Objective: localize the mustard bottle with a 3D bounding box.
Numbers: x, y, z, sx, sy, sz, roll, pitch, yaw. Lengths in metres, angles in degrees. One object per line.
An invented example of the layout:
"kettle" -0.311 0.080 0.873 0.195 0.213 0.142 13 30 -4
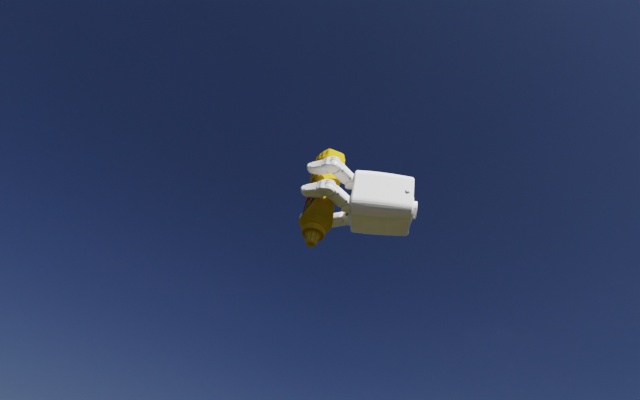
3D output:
"mustard bottle" 0.000 0.003 0.863 0.058 0.191 0.096 21 -41 -11
